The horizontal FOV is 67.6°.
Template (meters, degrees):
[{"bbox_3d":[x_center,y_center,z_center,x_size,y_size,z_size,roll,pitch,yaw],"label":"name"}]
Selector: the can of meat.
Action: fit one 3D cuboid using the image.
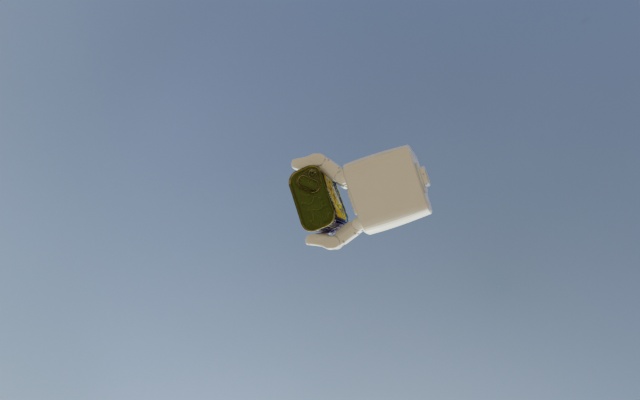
[{"bbox_3d":[0.000,0.003,0.769,0.057,0.102,0.084,-23,-17,16],"label":"can of meat"}]
